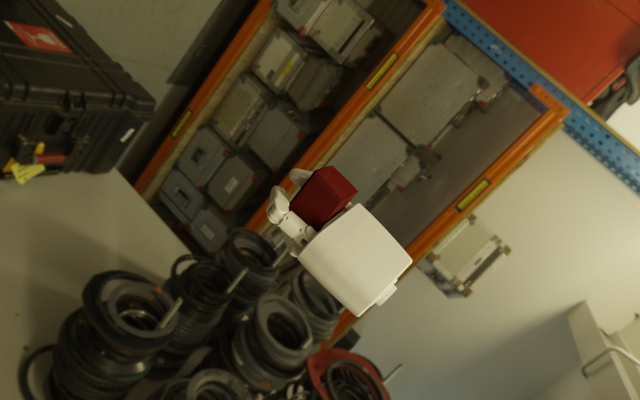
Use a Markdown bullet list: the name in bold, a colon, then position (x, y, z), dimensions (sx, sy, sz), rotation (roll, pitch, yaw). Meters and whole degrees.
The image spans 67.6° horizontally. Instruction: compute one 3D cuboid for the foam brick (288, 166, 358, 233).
- **foam brick**: position (0.000, 0.002, 0.611), dimensions (0.078, 0.051, 0.053), rotation (-51, -13, 28)
